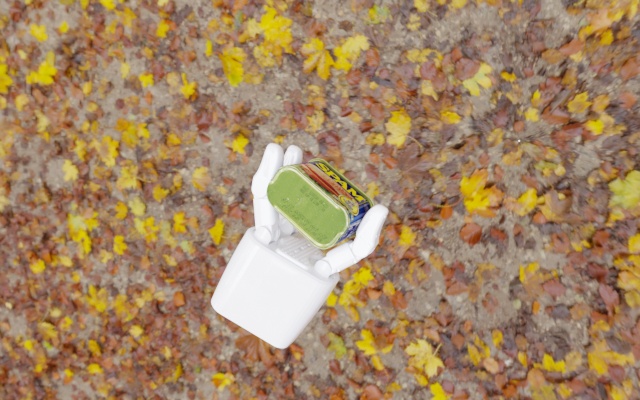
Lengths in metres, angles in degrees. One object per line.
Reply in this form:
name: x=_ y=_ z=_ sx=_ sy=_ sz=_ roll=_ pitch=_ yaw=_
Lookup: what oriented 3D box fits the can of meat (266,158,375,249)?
can of meat: x=0.000 y=0.002 z=0.522 sx=0.102 sy=0.057 sz=0.084 roll=41 pitch=20 yaw=13
